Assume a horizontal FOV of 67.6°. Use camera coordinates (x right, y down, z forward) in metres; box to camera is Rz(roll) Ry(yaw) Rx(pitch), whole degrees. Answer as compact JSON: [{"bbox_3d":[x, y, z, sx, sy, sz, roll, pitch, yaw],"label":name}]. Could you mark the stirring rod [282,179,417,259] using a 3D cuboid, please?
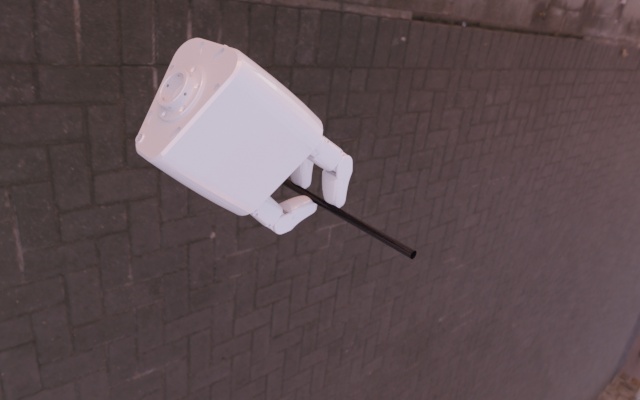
[{"bbox_3d":[0.000,0.002,0.484,0.011,0.011,0.239,0,22,-45],"label":"stirring rod"}]
